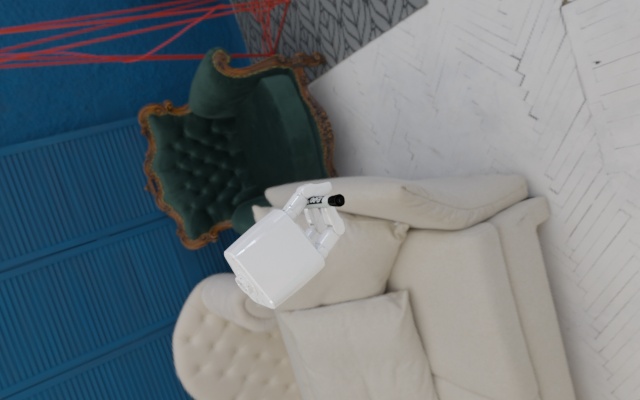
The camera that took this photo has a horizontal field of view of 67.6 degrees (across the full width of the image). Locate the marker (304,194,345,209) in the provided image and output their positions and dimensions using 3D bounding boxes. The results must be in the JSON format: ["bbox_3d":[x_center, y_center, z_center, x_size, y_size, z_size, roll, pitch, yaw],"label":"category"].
[{"bbox_3d":[0.000,0.002,0.733,0.020,0.020,0.121,0,-2,-31],"label":"marker"}]
